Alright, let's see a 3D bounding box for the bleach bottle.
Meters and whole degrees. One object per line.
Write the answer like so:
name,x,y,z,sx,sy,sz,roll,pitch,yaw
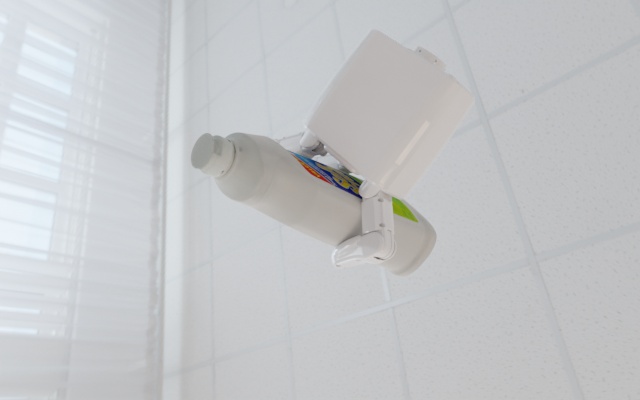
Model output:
bleach bottle,0.000,0.001,0.432,0.251,0.068,0.102,22,20,-45
